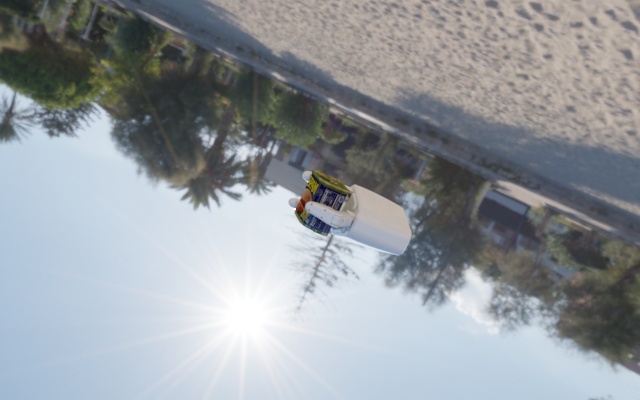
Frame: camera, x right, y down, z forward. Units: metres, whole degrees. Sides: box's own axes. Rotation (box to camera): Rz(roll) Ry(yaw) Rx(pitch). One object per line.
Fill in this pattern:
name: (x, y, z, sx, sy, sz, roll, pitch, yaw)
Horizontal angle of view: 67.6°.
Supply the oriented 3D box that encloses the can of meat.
can of meat: (0.000, 0.003, 0.805, 0.057, 0.084, 0.102, 22, 10, -17)
